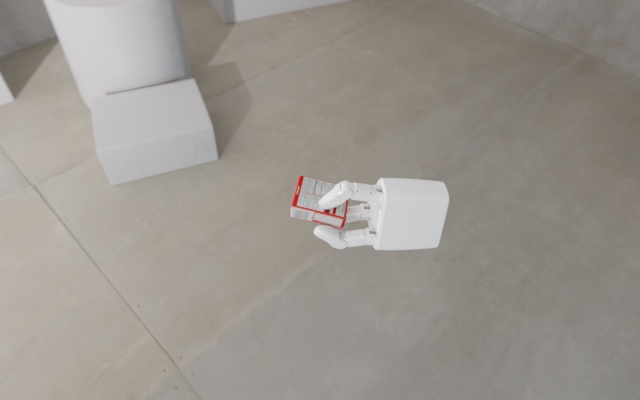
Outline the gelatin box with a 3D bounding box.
[{"bbox_3d":[0.000,0.002,0.773,0.089,0.073,0.030,14,-44,-2],"label":"gelatin box"}]
